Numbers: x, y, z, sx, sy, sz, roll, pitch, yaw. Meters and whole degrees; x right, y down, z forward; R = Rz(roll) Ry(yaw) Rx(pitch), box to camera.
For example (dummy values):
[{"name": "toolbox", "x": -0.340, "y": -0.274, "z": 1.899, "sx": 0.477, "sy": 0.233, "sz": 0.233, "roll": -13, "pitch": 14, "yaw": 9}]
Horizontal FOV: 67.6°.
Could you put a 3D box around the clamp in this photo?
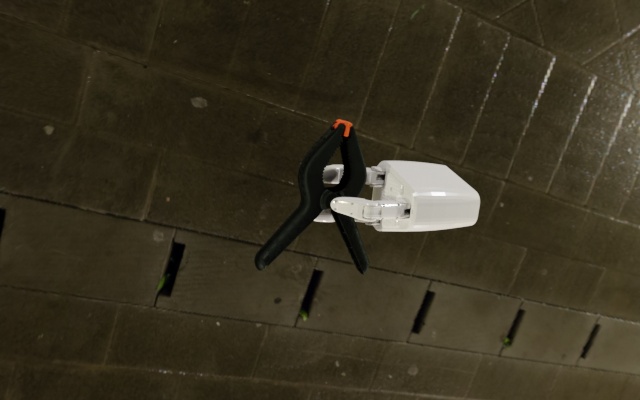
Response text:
[{"name": "clamp", "x": 0.001, "y": 0.002, "z": 0.611, "sx": 0.164, "sy": 0.210, "sz": 0.036, "roll": -1, "pitch": 15, "yaw": -26}]
